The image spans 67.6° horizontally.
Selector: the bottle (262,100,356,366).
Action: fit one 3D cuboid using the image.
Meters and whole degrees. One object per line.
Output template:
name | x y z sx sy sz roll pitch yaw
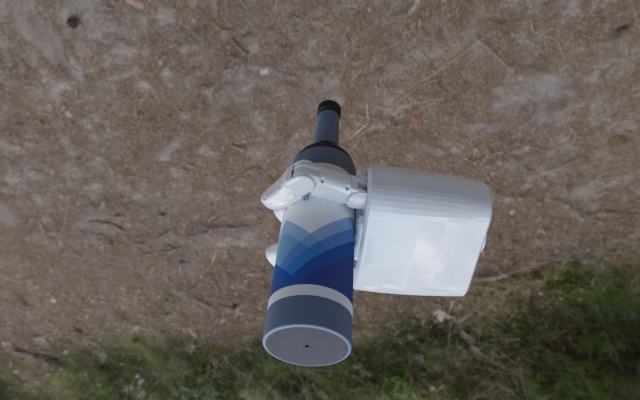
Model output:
bottle | 0.000 0.002 0.453 0.069 0.295 0.069 3 -43 3
